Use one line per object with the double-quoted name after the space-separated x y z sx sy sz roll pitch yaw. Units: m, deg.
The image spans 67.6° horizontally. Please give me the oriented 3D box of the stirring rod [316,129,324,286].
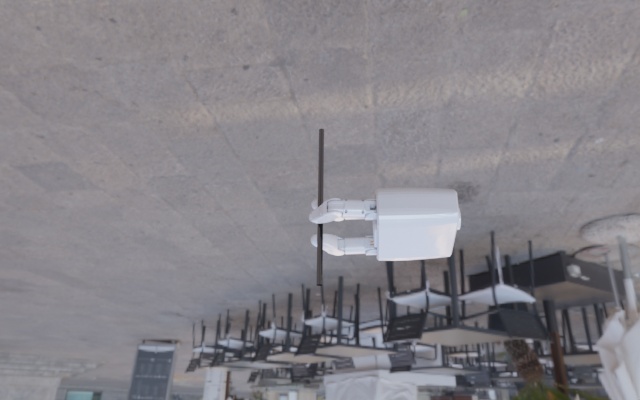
0.000 0.002 0.681 0.011 0.239 0.011 1 -24 0 "stirring rod"
